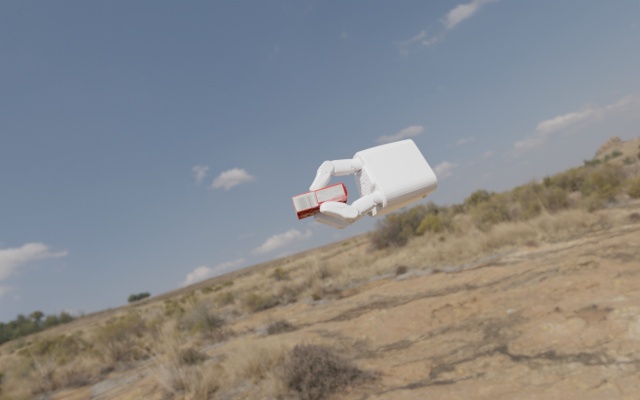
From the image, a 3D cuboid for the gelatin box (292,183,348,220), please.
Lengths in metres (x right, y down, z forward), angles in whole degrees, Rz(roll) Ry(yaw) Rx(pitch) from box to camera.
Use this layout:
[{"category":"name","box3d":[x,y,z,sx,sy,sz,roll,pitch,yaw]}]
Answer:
[{"category":"gelatin box","box3d":[0.000,0.002,0.800,0.089,0.030,0.073,-16,-11,-3]}]
